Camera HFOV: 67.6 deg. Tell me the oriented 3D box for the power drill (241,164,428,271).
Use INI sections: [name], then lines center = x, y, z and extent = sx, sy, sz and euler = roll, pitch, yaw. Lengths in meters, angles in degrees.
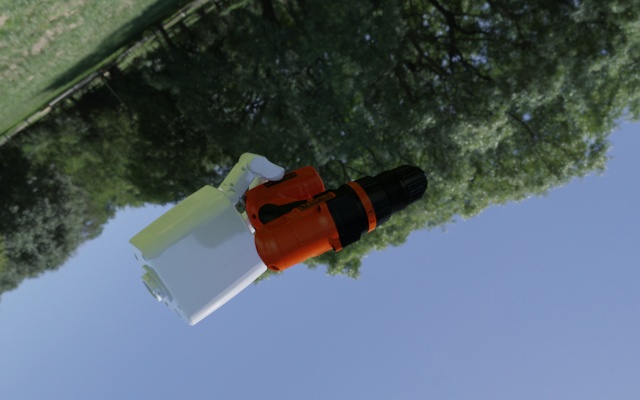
[power drill]
center = 0.000, 0.002, 0.522
extent = 0.184, 0.057, 0.187
euler = -23, 14, -17
